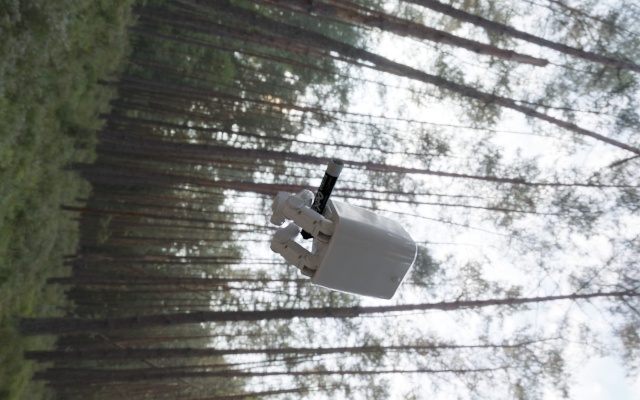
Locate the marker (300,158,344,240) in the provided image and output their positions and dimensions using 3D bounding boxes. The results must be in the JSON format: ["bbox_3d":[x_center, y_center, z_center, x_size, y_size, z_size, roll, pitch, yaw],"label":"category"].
[{"bbox_3d":[0.000,0.002,0.597,0.020,0.121,0.020,16,32,-10],"label":"marker"}]
